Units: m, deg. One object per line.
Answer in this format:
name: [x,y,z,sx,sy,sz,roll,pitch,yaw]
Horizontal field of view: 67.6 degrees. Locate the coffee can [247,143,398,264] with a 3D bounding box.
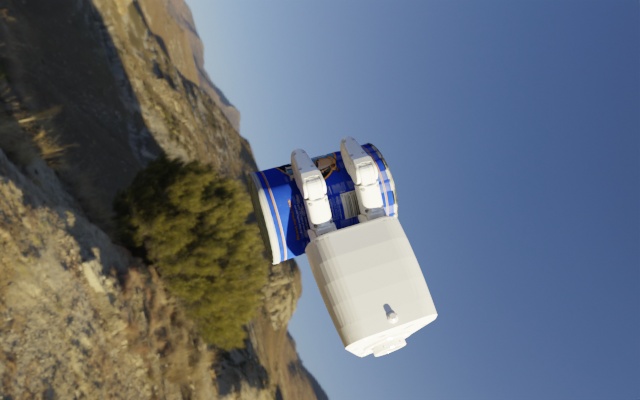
coffee can: [0.000,0.002,0.532,0.140,0.103,0.103,-16,3,-12]
